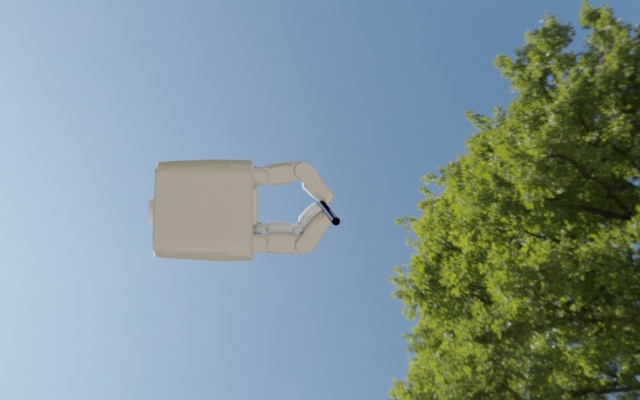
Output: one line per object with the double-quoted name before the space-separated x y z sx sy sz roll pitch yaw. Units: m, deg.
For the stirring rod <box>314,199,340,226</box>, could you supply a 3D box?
"stirring rod" 0.000 0.002 0.564 0.011 0.011 0.239 0 8 -7
